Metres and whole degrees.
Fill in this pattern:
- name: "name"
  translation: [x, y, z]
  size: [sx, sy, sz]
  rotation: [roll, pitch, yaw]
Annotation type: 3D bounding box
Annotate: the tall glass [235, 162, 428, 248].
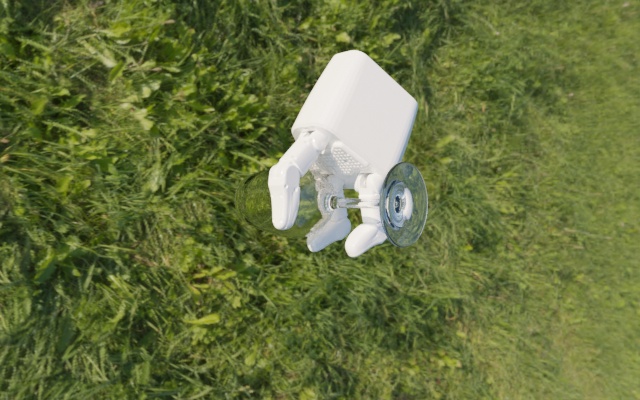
- name: "tall glass"
  translation: [0.000, 0.002, 0.477]
  size: [0.201, 0.079, 0.079]
  rotation: [1, 1, 42]
